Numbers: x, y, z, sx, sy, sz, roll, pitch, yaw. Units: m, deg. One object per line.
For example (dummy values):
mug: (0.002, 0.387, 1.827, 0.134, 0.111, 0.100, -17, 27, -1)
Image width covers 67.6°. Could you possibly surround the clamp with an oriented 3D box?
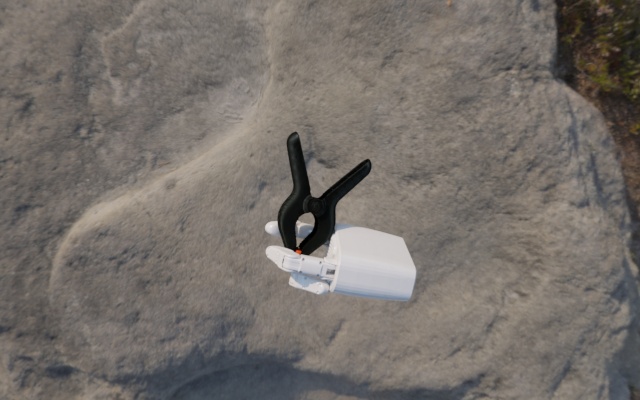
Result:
clamp: (0.000, 0.002, 0.642, 0.120, 0.171, 0.039, 11, 7, -8)
